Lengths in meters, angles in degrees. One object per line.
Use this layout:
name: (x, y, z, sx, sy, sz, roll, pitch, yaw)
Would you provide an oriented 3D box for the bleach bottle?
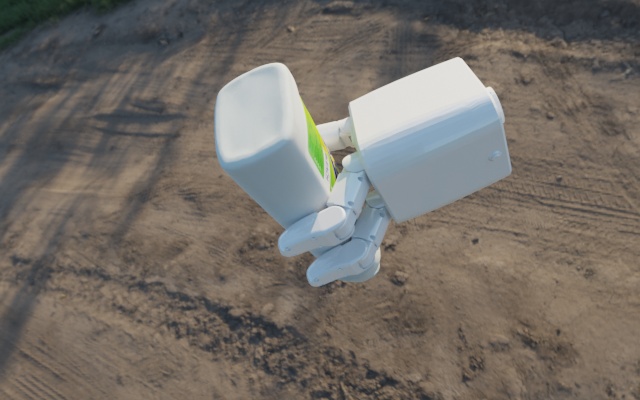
bleach bottle: (0.000, 0.002, 0.439, 0.068, 0.102, 0.251, -21, -39, 14)
